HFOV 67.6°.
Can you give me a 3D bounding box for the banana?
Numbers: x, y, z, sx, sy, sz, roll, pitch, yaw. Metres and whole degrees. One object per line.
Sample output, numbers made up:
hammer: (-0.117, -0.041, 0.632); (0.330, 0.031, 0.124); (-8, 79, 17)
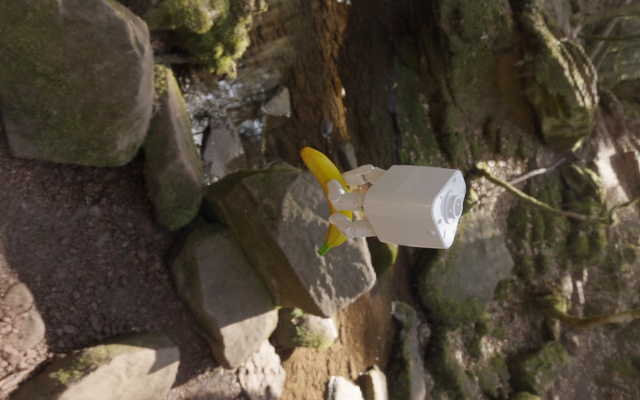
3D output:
banana: (0.016, -0.001, 0.783); (0.069, 0.198, 0.037); (-22, 27, -25)
